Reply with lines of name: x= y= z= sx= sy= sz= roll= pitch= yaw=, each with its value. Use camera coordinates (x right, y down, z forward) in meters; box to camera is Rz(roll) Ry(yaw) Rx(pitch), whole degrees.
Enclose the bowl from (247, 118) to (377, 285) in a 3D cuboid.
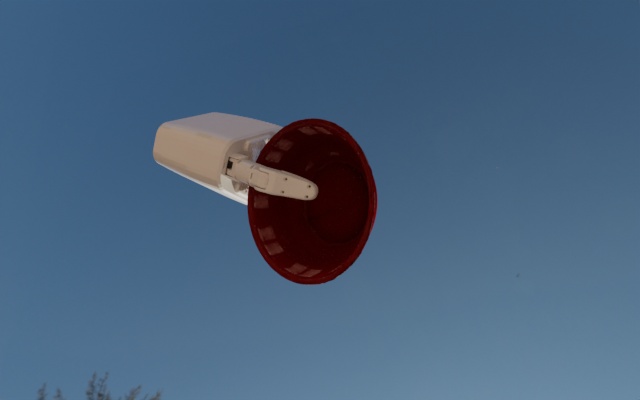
bowl: x=0.001 y=0.002 z=0.483 sx=0.162 sy=0.162 sz=0.055 roll=0 pitch=-2 yaw=39
